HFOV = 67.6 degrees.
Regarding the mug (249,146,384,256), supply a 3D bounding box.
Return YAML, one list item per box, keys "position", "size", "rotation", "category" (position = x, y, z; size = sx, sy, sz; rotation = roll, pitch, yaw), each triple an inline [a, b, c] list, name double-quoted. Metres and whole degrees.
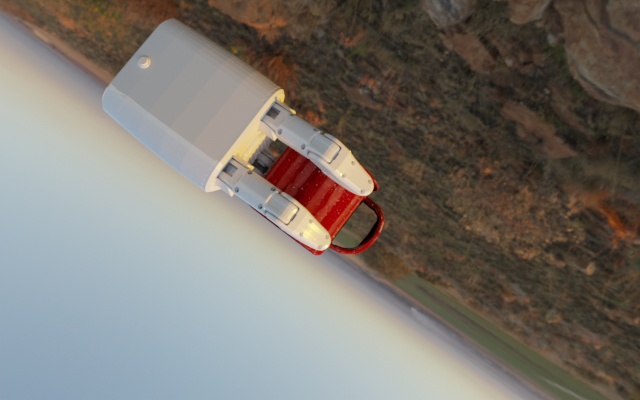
- position: [0.001, 0.002, 0.422]
  size: [0.117, 0.081, 0.093]
  rotation: [36, -6, 4]
  category: "mug"
